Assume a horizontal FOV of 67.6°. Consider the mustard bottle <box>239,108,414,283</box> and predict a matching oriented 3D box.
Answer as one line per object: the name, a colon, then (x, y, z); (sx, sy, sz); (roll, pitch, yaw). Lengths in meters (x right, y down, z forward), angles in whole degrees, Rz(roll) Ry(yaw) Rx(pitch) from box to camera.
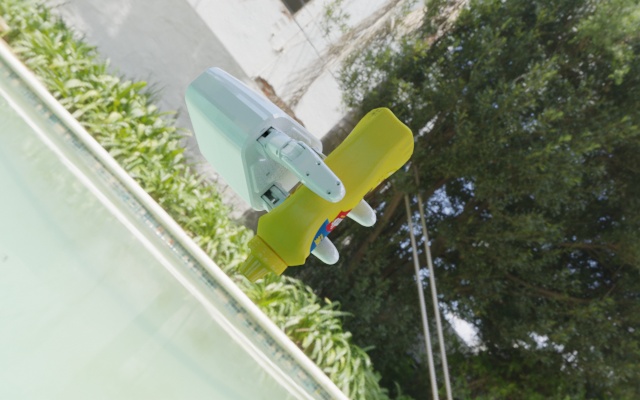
mustard bottle: (0.000, 0.001, 0.441); (0.191, 0.058, 0.096); (-44, -4, -9)
